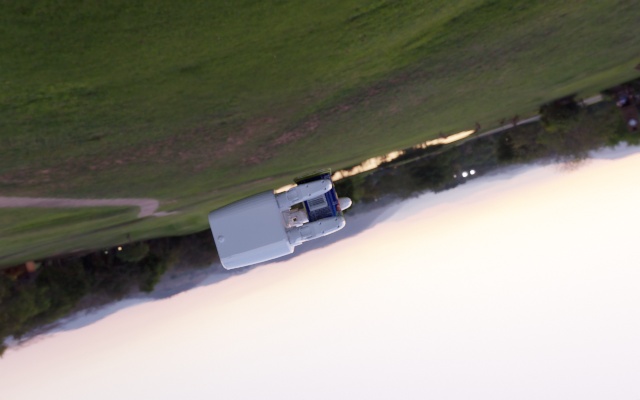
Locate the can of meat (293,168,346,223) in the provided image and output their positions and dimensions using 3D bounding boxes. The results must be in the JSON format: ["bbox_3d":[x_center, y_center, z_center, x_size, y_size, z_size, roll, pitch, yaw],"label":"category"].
[{"bbox_3d":[0.000,0.003,0.720,0.057,0.084,0.102,-17,-3,0],"label":"can of meat"}]
